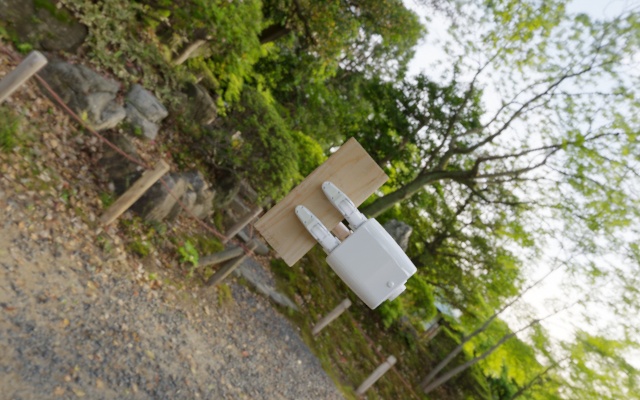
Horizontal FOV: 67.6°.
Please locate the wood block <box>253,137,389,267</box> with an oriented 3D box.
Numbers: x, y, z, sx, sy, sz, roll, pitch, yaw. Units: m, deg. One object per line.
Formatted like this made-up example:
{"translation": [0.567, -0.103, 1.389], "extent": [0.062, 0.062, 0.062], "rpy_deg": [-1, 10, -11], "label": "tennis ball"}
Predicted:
{"translation": [0.000, 0.003, 0.778], "extent": [0.206, 0.090, 0.091], "rpy_deg": [-41, -1, -2], "label": "wood block"}
